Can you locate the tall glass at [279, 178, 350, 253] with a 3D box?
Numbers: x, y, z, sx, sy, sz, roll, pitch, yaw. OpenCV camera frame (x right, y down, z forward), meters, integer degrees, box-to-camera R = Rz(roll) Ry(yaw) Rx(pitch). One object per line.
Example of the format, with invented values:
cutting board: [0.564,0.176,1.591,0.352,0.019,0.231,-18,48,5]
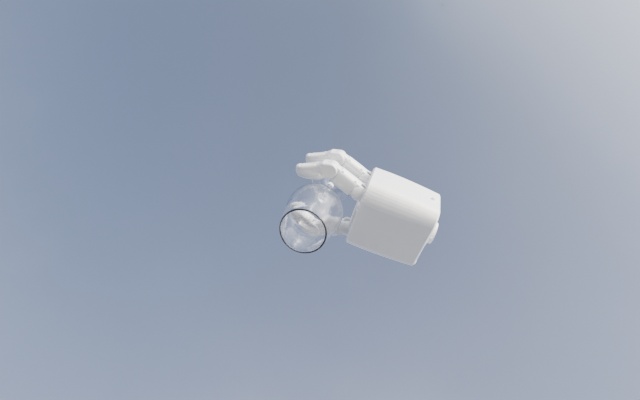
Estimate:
tall glass: [0.000,0.002,0.683,0.079,0.079,0.201,0,22,14]
